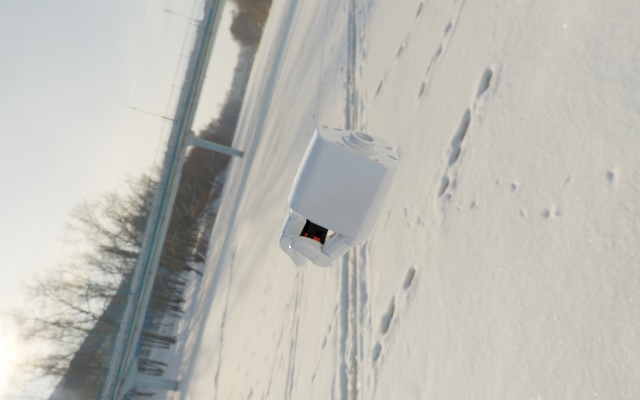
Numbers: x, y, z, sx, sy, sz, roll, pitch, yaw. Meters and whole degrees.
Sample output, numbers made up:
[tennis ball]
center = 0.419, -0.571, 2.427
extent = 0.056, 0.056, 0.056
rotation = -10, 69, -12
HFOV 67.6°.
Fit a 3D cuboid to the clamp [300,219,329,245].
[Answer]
[clamp]
center = -0.001, 0.002, 0.695
extent = 0.039, 0.120, 0.171
rotation = 16, 29, -12
